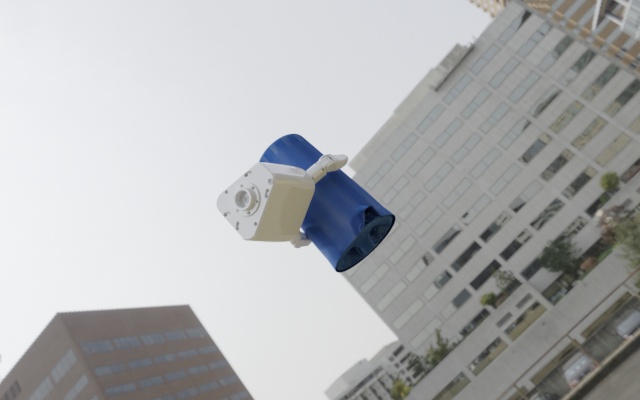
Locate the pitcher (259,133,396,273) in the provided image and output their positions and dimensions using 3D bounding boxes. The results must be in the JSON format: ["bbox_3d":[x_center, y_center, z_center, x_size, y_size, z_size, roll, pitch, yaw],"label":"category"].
[{"bbox_3d":[0.000,0.003,0.833,0.242,0.149,0.145,46,18,23],"label":"pitcher"}]
